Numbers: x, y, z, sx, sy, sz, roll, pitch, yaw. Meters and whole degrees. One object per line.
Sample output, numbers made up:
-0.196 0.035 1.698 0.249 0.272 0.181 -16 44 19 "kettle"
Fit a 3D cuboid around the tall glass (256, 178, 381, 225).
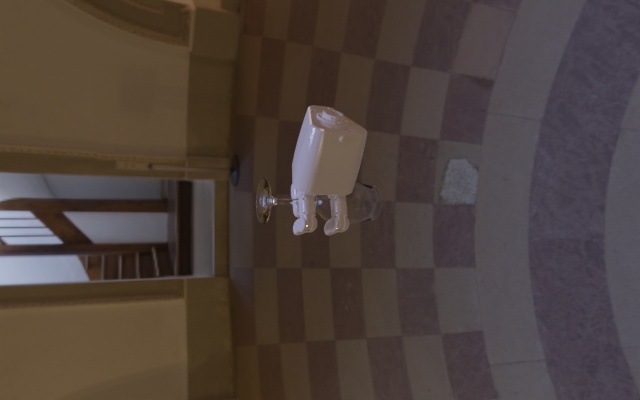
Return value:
-0.001 0.003 0.795 0.201 0.079 0.079 1 -1 -24 "tall glass"
